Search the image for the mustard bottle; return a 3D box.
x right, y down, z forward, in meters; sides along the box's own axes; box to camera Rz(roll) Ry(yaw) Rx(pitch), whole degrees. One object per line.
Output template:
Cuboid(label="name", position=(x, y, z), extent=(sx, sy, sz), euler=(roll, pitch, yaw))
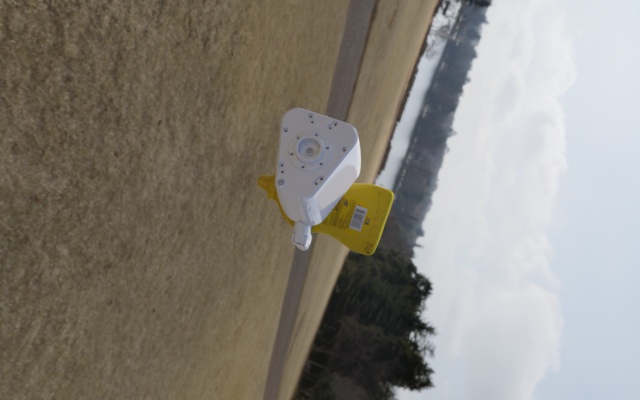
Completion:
Cuboid(label="mustard bottle", position=(0.000, 0.002, 0.680), extent=(0.191, 0.096, 0.058), euler=(19, 10, 9))
